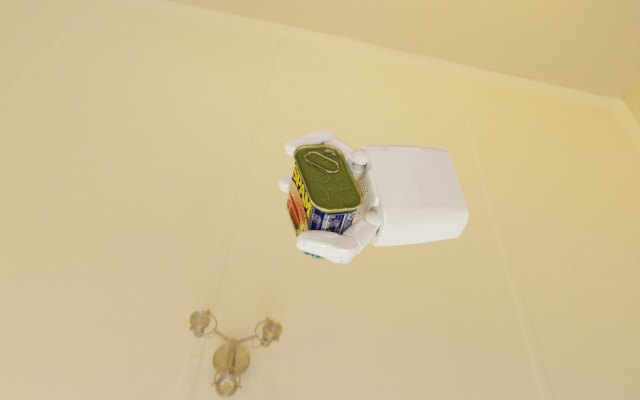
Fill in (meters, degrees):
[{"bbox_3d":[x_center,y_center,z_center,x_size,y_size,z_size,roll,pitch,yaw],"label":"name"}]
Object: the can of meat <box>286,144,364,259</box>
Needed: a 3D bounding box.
[{"bbox_3d":[0.000,0.002,0.530,0.057,0.102,0.084,-5,-43,-19],"label":"can of meat"}]
